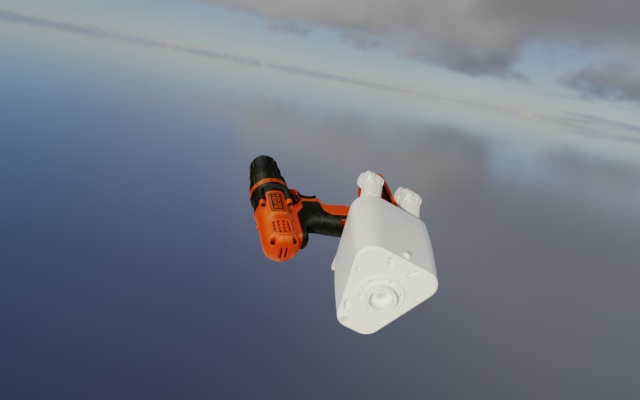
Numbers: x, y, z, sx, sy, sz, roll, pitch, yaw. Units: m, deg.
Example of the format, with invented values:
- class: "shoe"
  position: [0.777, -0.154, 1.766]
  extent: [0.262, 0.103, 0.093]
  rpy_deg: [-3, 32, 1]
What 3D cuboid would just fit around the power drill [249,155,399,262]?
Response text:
- class: "power drill"
  position: [0.001, 0.002, 0.642]
  extent: [0.187, 0.057, 0.184]
  rpy_deg: [-2, 43, -15]
